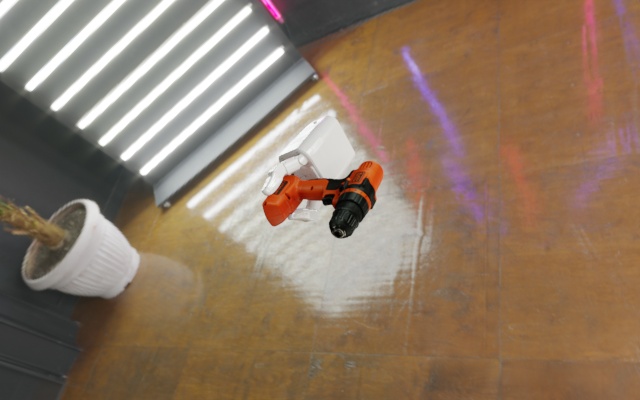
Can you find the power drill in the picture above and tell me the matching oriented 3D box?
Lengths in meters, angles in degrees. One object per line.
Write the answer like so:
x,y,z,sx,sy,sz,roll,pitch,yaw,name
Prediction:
0.000,0.002,0.796,0.187,0.057,0.184,-3,31,29,power drill
